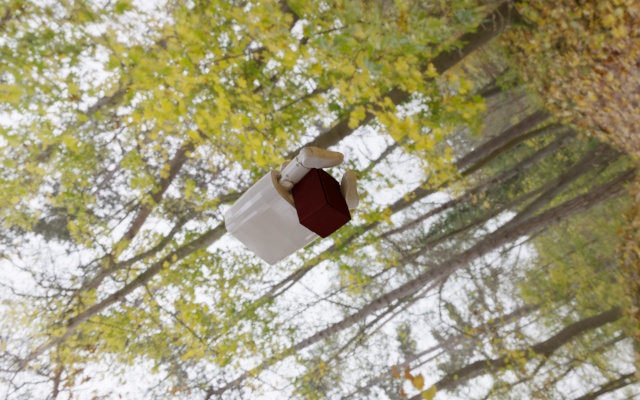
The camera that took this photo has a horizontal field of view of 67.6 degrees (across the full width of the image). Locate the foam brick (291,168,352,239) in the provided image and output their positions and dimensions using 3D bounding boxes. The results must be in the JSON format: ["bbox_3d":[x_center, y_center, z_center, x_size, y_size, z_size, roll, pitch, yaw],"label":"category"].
[{"bbox_3d":[0.000,0.002,0.650,0.051,0.078,0.053,-37,-48,20],"label":"foam brick"}]
